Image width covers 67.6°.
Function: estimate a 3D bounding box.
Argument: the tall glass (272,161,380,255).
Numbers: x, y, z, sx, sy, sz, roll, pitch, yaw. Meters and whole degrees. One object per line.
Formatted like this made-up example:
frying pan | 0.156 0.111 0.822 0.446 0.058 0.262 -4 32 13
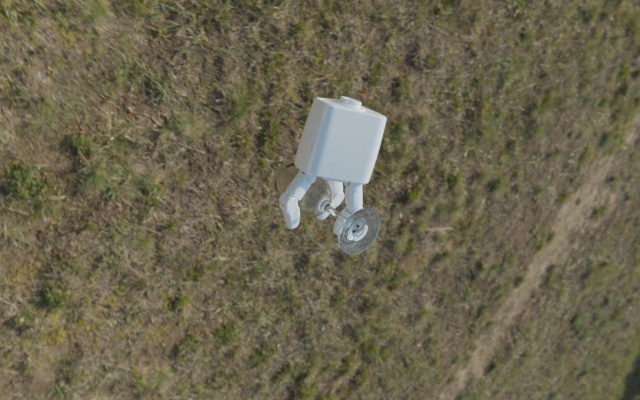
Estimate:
tall glass | 0.000 0.003 0.742 0.079 0.079 0.201 0 24 -38
